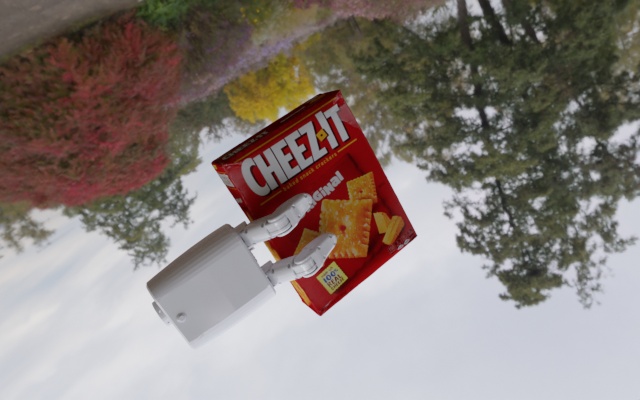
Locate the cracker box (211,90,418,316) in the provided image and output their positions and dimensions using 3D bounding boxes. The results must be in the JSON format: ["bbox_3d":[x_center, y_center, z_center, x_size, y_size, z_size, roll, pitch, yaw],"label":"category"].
[{"bbox_3d":[0.000,0.002,0.573,0.164,0.214,0.072,-36,18,-16],"label":"cracker box"}]
